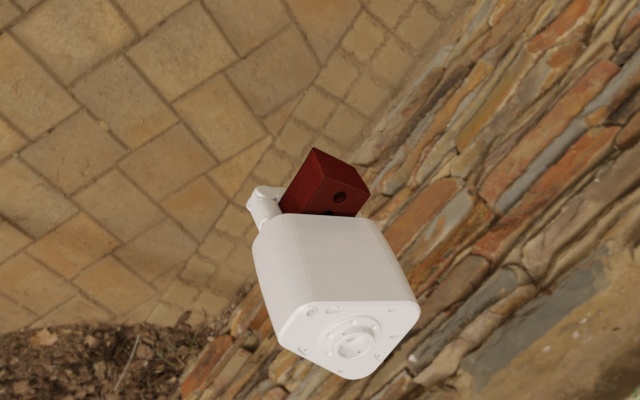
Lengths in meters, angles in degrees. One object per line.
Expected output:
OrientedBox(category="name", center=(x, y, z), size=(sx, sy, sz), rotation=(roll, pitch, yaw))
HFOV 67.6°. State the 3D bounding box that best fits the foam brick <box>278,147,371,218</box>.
OrientedBox(category="foam brick", center=(0.000, 0.001, 0.449), size=(0.053, 0.078, 0.051), rotation=(21, 25, -29))
